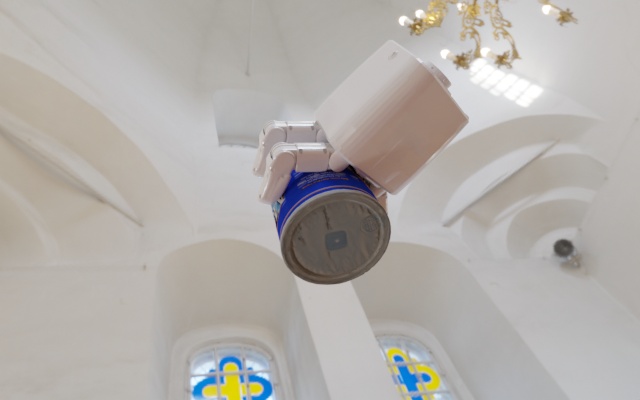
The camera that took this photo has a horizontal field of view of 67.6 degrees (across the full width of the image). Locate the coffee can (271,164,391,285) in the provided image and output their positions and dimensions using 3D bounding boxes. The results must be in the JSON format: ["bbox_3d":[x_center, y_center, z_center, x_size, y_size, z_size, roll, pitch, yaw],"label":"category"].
[{"bbox_3d":[0.000,0.002,0.487,0.103,0.103,0.140,0,31,-15],"label":"coffee can"}]
